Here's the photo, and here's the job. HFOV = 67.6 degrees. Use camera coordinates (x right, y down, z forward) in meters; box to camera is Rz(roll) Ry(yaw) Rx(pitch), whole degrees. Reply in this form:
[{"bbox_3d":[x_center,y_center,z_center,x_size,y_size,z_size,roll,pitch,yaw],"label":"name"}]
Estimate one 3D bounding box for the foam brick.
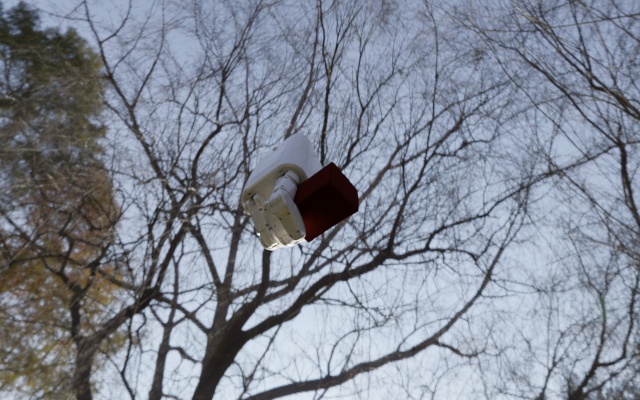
[{"bbox_3d":[0.000,0.002,0.570,0.078,0.053,0.051,-33,22,23],"label":"foam brick"}]
